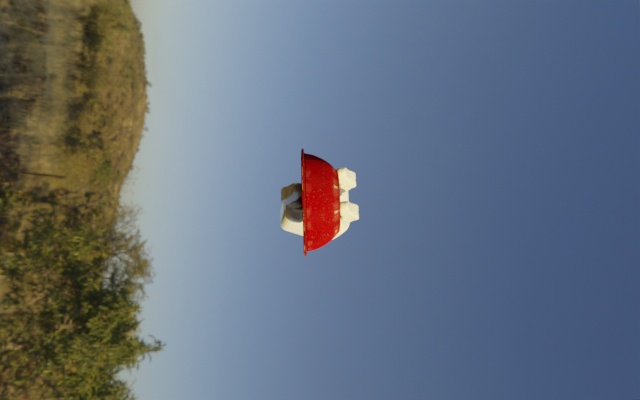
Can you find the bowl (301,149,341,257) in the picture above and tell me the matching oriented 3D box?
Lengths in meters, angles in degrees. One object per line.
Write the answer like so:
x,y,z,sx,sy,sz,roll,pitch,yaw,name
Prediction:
0.001,0.002,0.716,0.055,0.162,0.162,-2,0,-1,bowl
